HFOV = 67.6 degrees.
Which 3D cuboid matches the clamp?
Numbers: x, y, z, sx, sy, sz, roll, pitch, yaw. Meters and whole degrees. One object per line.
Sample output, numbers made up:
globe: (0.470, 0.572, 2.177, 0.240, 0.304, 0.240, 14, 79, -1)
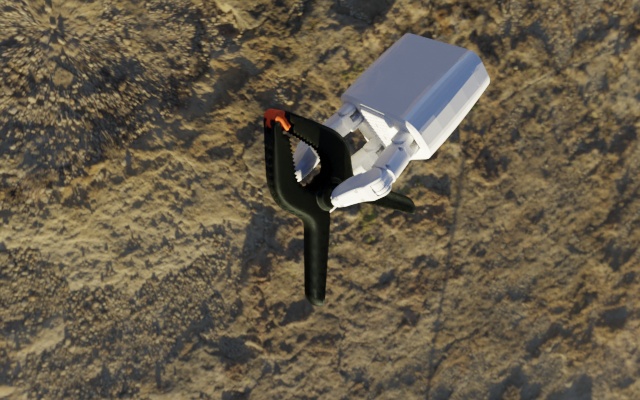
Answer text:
clamp: (0.000, 0.001, 0.487, 0.210, 0.164, 0.036, 49, -14, -33)
